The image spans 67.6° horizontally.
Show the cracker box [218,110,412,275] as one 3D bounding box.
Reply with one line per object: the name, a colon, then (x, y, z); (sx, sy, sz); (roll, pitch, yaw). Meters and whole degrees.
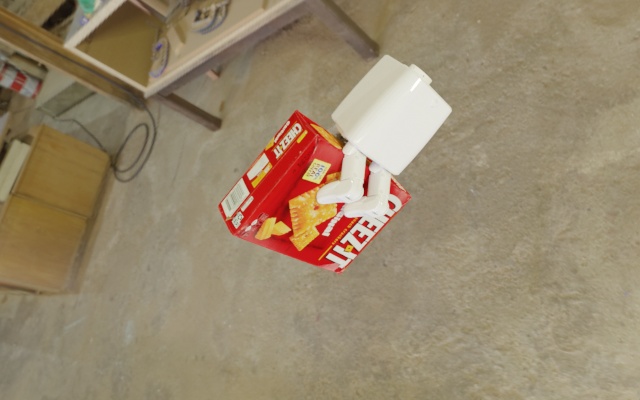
cracker box: (0.000, 0.002, 0.641); (0.214, 0.164, 0.072); (27, 20, -43)
